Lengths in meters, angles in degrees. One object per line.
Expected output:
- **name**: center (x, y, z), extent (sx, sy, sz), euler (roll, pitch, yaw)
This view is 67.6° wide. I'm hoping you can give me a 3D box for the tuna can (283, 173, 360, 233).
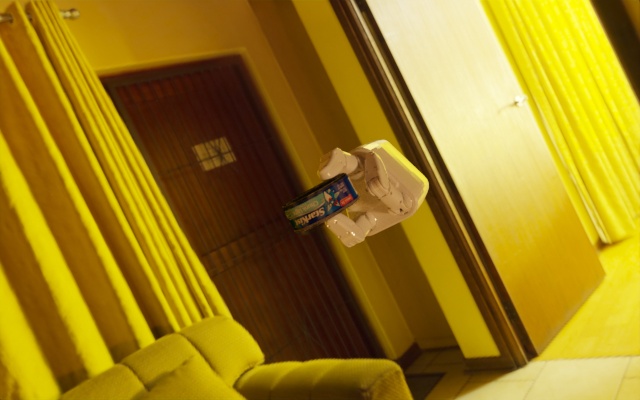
- **tuna can**: center (0.000, 0.001, 0.548), extent (0.086, 0.034, 0.086), euler (-28, 5, 3)
